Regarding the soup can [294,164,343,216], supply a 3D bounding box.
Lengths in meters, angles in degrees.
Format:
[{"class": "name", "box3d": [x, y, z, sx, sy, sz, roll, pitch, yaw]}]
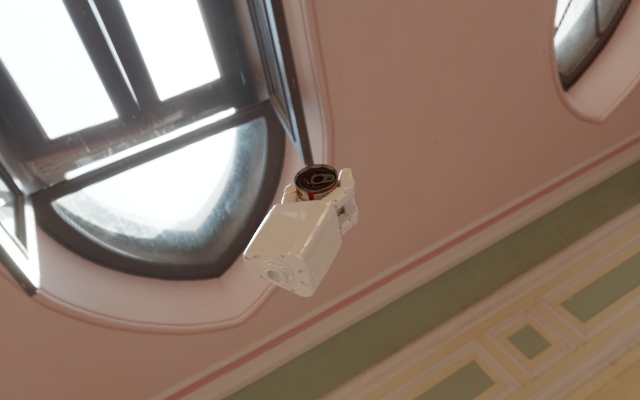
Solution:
[{"class": "soup can", "box3d": [0.000, 0.002, 0.763, 0.068, 0.102, 0.068, -6, 40, 5]}]
